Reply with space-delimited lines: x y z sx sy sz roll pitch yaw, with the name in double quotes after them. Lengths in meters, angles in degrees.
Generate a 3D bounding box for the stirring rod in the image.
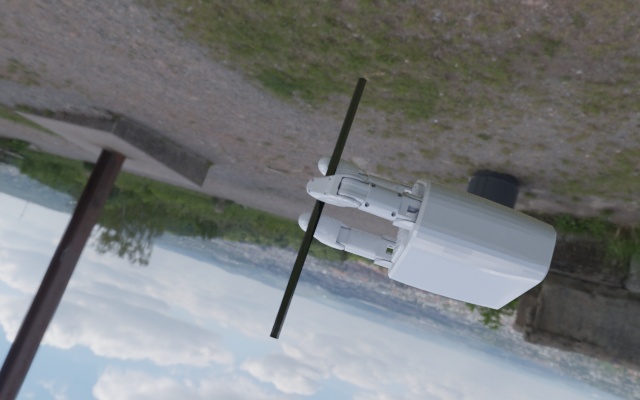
0.000 0.001 0.415 0.011 0.239 0.011 18 -10 4 "stirring rod"
